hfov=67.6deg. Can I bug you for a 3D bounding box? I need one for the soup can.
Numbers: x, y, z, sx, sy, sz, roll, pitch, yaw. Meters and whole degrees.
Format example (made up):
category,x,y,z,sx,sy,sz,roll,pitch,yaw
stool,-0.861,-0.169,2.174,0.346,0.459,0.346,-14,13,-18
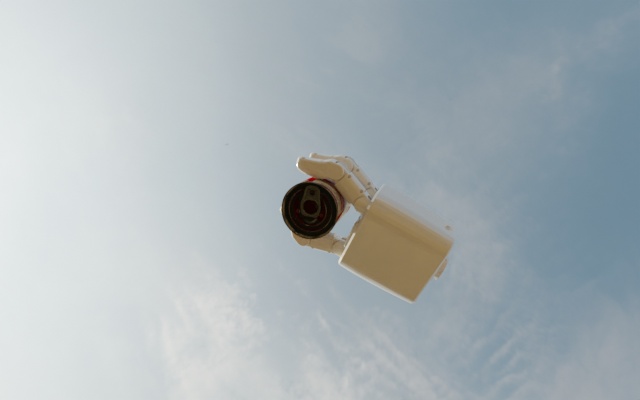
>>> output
category,x,y,z,sx,sy,sz,roll,pitch,yaw
soup can,0.000,0.002,0.594,0.068,0.068,0.102,0,12,15
